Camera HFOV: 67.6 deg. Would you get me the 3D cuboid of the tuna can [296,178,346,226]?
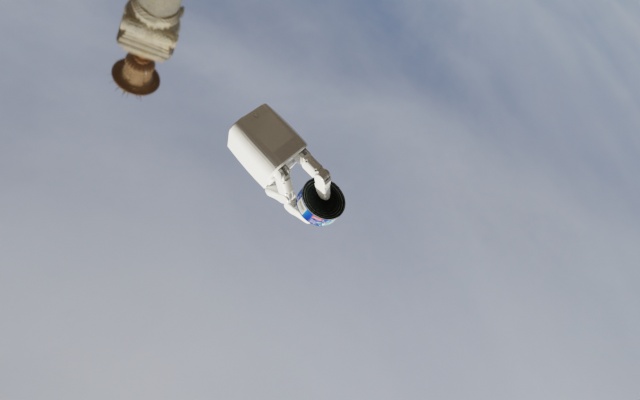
[{"bbox_3d":[0.000,0.003,0.869,0.086,0.086,0.034,0,-27,-27],"label":"tuna can"}]
